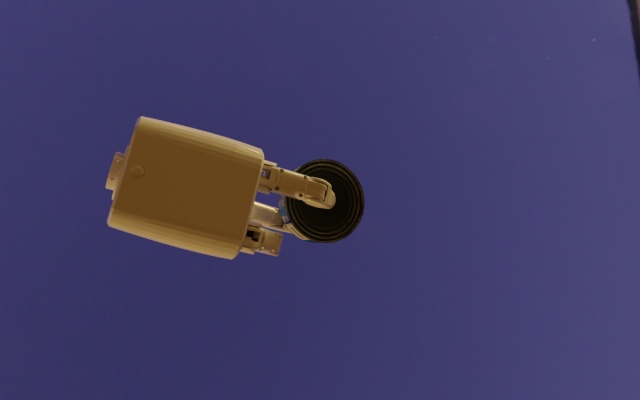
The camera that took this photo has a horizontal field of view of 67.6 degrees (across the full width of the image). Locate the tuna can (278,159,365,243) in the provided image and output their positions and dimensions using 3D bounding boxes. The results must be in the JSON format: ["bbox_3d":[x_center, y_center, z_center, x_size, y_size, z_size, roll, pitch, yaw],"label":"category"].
[{"bbox_3d":[0.000,0.002,0.497,0.086,0.086,0.034,0,-5,-20],"label":"tuna can"}]
